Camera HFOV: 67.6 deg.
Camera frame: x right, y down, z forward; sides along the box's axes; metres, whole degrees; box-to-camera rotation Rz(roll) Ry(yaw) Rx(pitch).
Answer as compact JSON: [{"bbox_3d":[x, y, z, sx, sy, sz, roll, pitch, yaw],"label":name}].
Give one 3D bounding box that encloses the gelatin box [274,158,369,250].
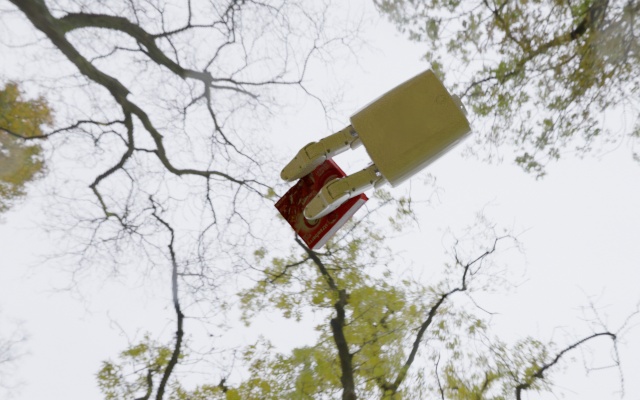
[{"bbox_3d":[0.000,0.002,0.558,0.073,0.089,0.030,48,13,21],"label":"gelatin box"}]
